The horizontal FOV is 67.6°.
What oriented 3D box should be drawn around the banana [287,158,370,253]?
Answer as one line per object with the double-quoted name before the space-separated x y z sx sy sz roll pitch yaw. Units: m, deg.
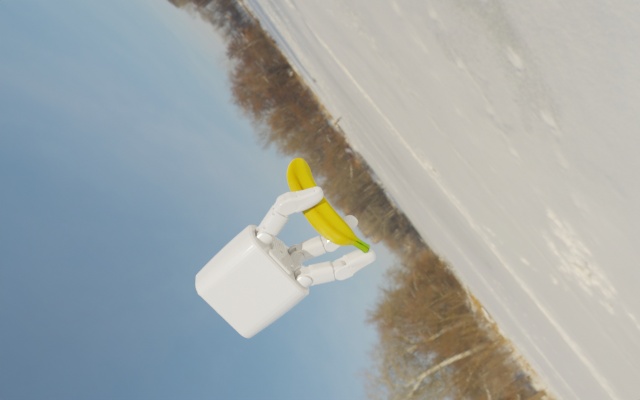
"banana" -0.008 -0.002 0.652 0.070 0.037 0.197 31 19 -51
